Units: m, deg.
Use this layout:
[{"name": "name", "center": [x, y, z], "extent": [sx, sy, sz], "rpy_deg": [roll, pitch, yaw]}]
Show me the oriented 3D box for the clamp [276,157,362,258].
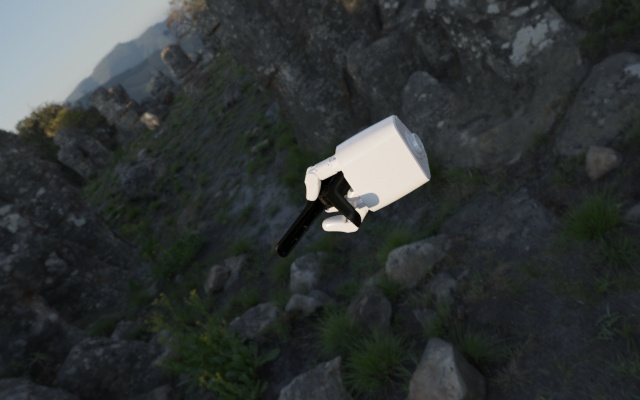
[{"name": "clamp", "center": [0.000, 0.002, 0.813], "extent": [0.164, 0.036, 0.209], "rpy_deg": [-28, 31, 25]}]
